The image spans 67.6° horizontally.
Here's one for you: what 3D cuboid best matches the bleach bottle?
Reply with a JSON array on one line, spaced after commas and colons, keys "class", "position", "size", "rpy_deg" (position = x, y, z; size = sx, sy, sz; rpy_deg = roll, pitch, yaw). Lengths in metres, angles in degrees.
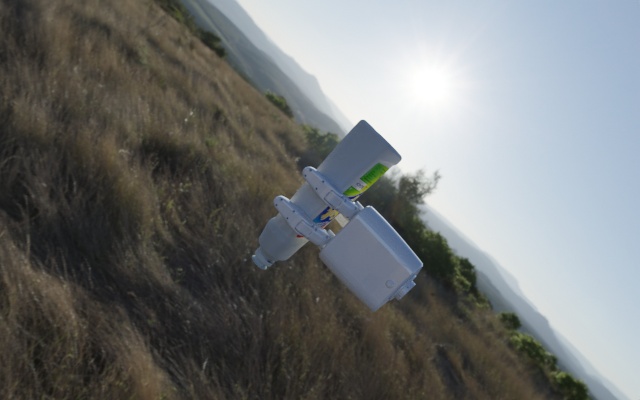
[{"class": "bleach bottle", "position": [0.000, 0.002, 0.677], "size": [0.068, 0.251, 0.102], "rpy_deg": [47, 11, 18]}]
